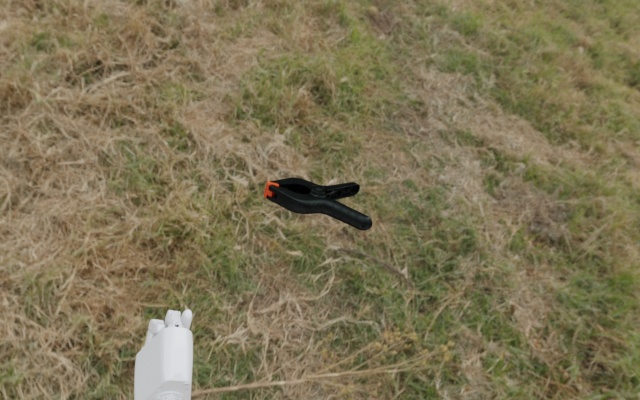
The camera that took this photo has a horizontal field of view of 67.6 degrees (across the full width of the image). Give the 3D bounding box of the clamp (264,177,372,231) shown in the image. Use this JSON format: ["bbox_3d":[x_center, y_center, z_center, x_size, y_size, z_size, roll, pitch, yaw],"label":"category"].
[{"bbox_3d":[0.000,0.002,0.749,0.171,0.039,0.120,3,27,-20],"label":"clamp"}]
